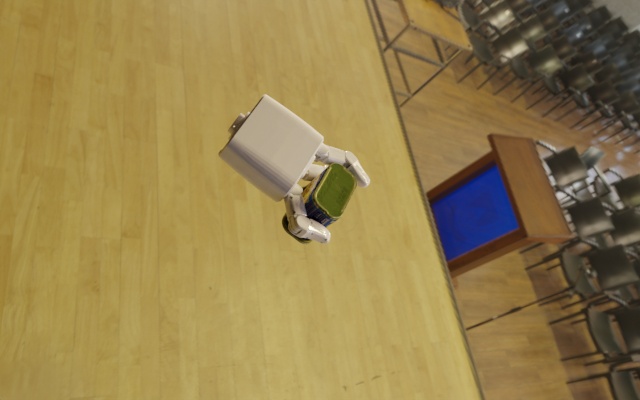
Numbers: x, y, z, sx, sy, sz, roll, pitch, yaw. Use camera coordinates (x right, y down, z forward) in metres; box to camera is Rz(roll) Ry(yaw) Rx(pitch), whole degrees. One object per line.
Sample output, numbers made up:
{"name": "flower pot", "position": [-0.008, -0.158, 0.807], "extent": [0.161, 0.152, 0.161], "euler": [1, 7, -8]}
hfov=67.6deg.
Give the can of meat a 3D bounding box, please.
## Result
{"name": "can of meat", "position": [0.000, 0.002, 0.697], "extent": [0.057, 0.102, 0.084], "euler": [39, -44, -11]}
